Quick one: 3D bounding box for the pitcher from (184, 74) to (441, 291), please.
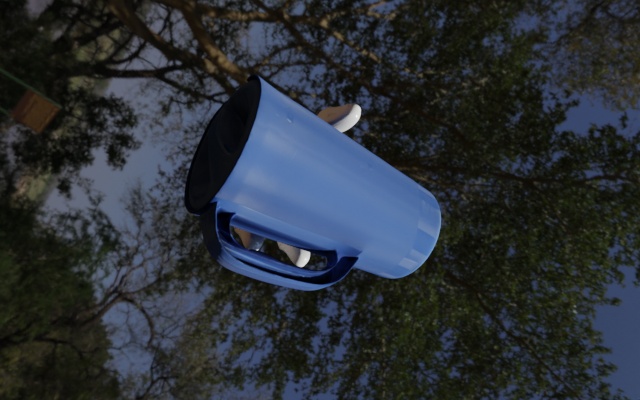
[{"bbox_3d":[0.000,0.001,0.467,0.243,0.149,0.145,26,8,-29],"label":"pitcher"}]
